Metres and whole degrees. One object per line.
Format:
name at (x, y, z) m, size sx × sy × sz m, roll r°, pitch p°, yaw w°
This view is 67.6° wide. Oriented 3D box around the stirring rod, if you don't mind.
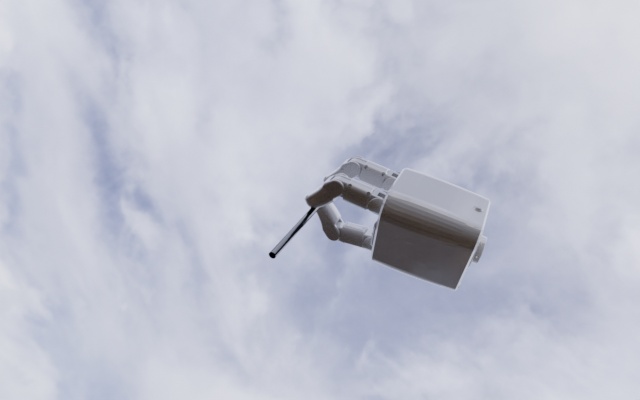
stirring rod at (0.000, 0.002, 0.573) m, size 0.011 × 0.011 × 0.239 m, roll 0°, pitch 26°, yaw 27°
